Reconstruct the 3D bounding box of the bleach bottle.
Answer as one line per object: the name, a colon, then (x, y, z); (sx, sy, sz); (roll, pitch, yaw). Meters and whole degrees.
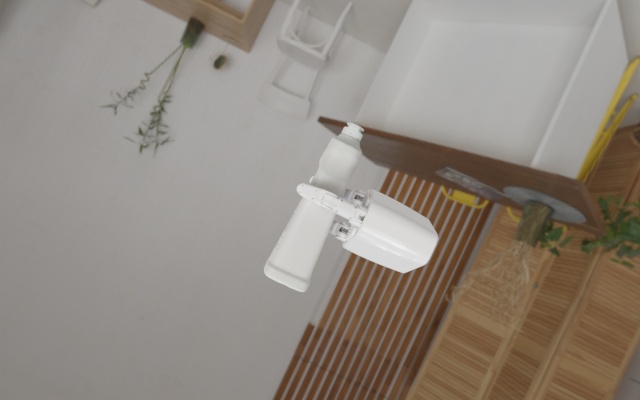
bleach bottle: (0.000, 0.002, 0.700); (0.068, 0.251, 0.102); (25, -3, -5)
